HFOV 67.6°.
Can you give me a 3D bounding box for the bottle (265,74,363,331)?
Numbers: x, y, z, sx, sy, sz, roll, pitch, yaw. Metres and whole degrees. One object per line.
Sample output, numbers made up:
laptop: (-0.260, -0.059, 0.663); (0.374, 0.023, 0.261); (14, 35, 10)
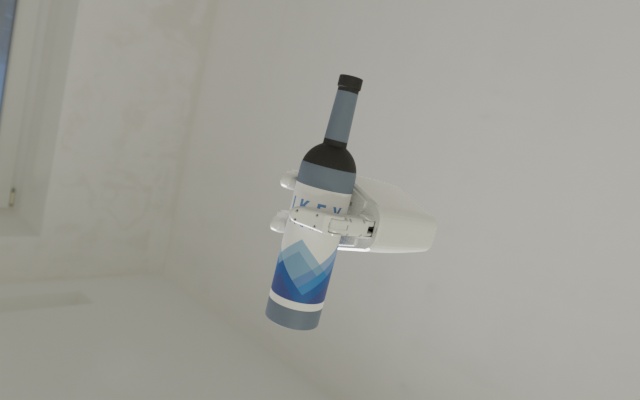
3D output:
bottle: (0.000, 0.002, 0.560); (0.069, 0.296, 0.069); (14, 8, -2)
